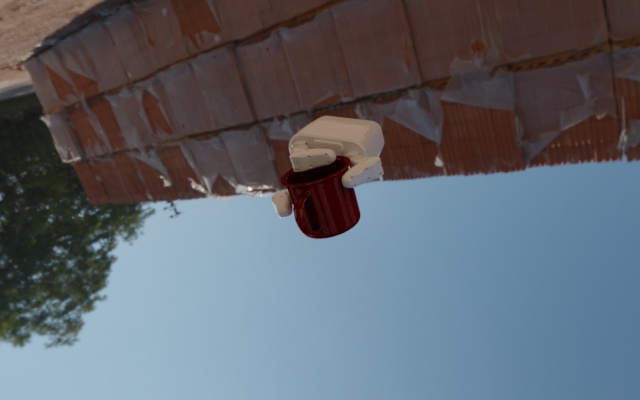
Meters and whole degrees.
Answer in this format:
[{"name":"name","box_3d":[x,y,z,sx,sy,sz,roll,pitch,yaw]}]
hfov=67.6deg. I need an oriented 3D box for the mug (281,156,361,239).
[{"name":"mug","box_3d":[0.000,0.003,0.610,0.093,0.081,0.117,-6,24,26]}]
